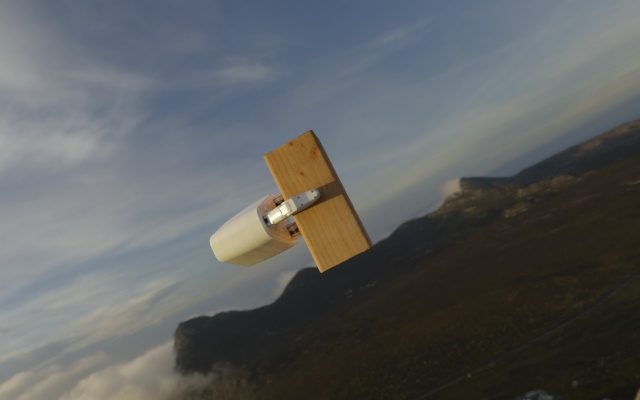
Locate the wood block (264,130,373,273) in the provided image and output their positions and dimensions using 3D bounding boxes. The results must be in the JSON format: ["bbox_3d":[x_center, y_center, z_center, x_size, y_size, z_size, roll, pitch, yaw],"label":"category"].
[{"bbox_3d":[0.000,0.003,0.780,0.090,0.206,0.091,-28,-6,6],"label":"wood block"}]
